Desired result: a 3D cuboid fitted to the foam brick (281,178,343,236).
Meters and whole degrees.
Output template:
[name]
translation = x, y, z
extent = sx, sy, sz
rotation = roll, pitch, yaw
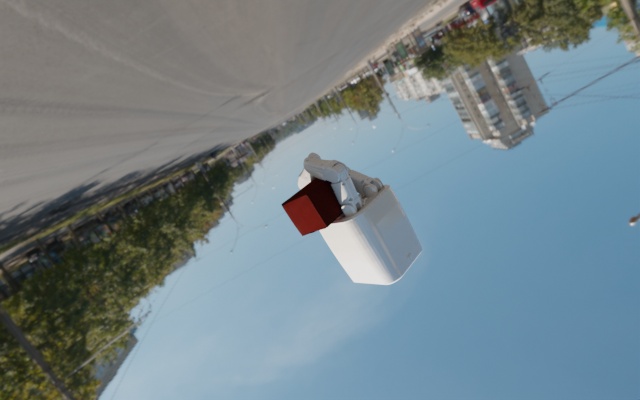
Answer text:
[foam brick]
translation = 0.000, 0.002, 0.624
extent = 0.053, 0.051, 0.078
rotation = -21, 13, 45
